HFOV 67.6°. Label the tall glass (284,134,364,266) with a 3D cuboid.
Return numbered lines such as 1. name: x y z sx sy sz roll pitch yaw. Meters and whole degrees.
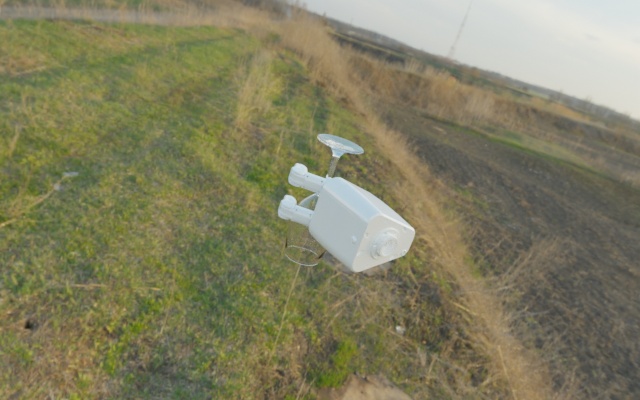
1. tall glass: 0.000 0.002 0.753 0.079 0.201 0.079 17 20 -6
